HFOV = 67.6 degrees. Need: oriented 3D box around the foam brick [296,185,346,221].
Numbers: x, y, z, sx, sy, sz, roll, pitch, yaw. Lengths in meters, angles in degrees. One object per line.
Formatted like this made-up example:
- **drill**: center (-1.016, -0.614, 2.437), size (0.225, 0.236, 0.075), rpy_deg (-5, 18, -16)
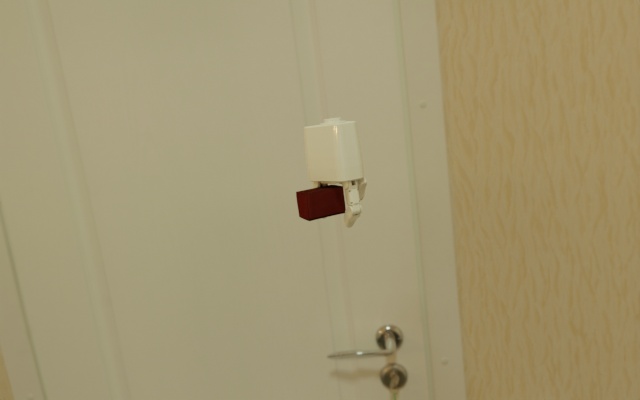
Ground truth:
- **foam brick**: center (0.000, 0.003, 0.896), size (0.078, 0.051, 0.053), rpy_deg (-12, 11, -24)
